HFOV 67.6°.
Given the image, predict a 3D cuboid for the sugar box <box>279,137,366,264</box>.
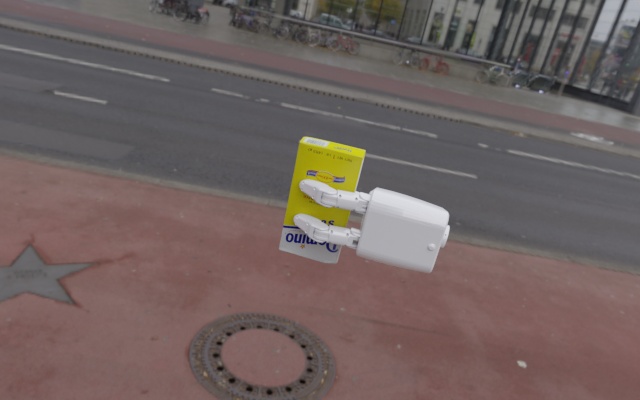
[{"bbox_3d":[0.000,0.002,0.699,0.093,0.176,0.048,14,22,6],"label":"sugar box"}]
